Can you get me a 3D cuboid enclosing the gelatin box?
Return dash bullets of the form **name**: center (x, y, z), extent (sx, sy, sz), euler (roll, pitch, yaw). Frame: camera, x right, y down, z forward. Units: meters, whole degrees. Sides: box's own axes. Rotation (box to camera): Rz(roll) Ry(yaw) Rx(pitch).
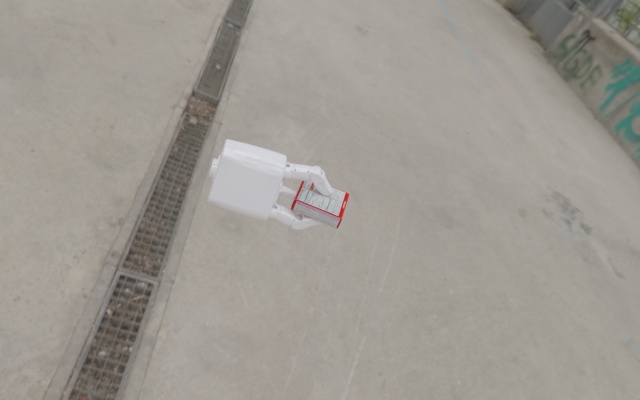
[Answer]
- **gelatin box**: center (0.001, 0.003, 0.838), extent (0.089, 0.030, 0.073), euler (21, 38, -1)
